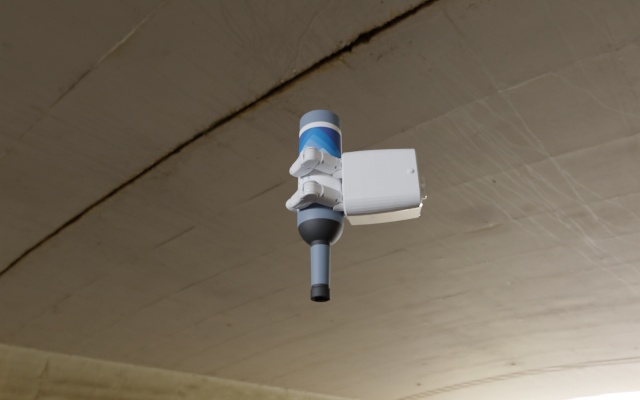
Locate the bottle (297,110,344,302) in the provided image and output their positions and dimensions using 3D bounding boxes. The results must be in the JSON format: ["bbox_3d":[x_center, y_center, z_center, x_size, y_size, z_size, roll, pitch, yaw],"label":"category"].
[{"bbox_3d":[0.000,0.002,0.701,0.069,0.295,0.069,0,-30,0],"label":"bottle"}]
